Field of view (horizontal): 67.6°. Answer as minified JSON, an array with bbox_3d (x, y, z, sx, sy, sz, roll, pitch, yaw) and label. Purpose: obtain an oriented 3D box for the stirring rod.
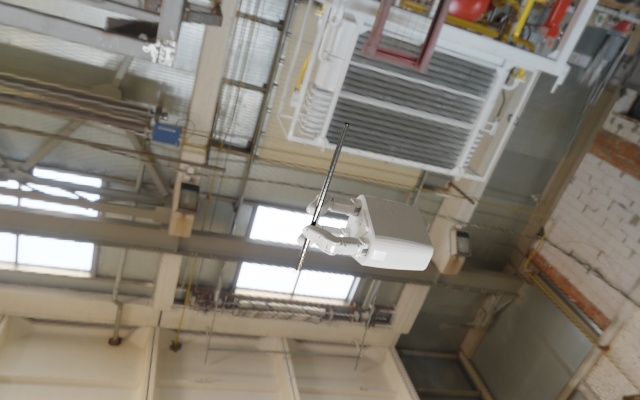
[{"bbox_3d":[0.000,0.002,0.683,0.011,0.240,0.011,15,24,-7],"label":"stirring rod"}]
